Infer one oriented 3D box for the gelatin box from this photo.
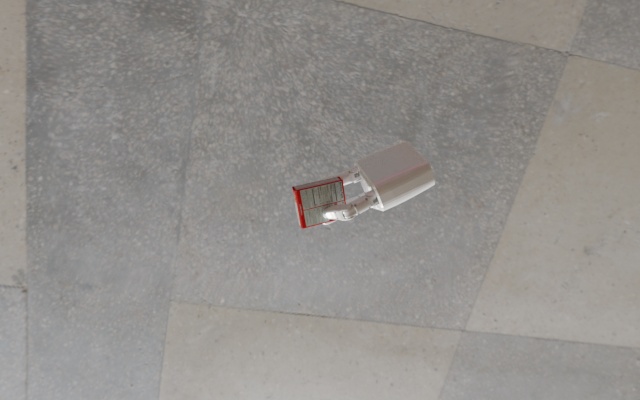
[{"bbox_3d":[0.000,0.003,0.844,0.089,0.073,0.030,-14,21,-12],"label":"gelatin box"}]
